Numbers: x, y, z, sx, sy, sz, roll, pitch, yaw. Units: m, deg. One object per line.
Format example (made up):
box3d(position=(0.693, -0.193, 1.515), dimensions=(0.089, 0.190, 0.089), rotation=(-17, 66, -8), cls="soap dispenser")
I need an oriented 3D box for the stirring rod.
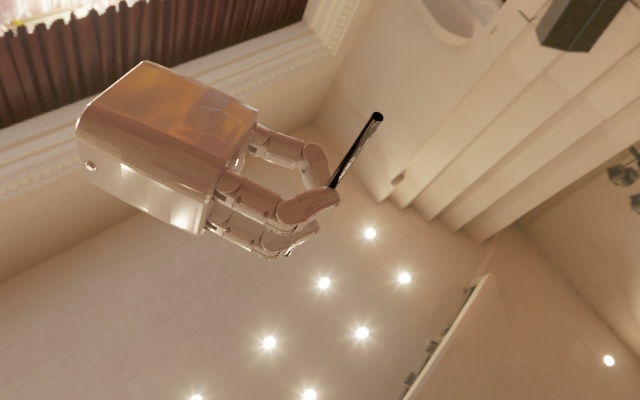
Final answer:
box3d(position=(0.000, 0.001, 0.404), dimensions=(0.011, 0.011, 0.240), rotation=(0, -27, -20), cls="stirring rod")
